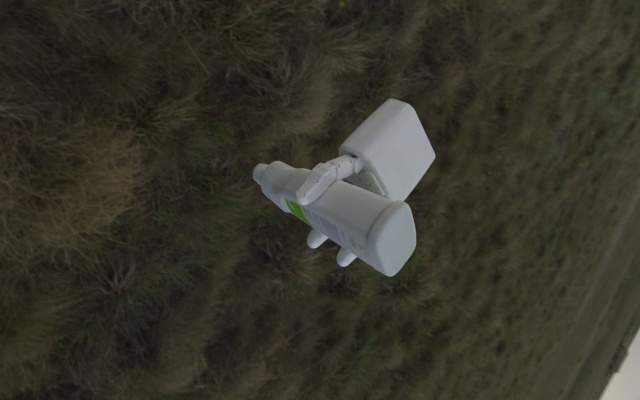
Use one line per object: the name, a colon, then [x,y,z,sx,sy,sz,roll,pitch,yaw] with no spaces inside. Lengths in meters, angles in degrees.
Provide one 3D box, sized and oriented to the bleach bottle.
bleach bottle: [0.000,0.002,0.617,0.250,0.068,0.103,28,-24,35]
